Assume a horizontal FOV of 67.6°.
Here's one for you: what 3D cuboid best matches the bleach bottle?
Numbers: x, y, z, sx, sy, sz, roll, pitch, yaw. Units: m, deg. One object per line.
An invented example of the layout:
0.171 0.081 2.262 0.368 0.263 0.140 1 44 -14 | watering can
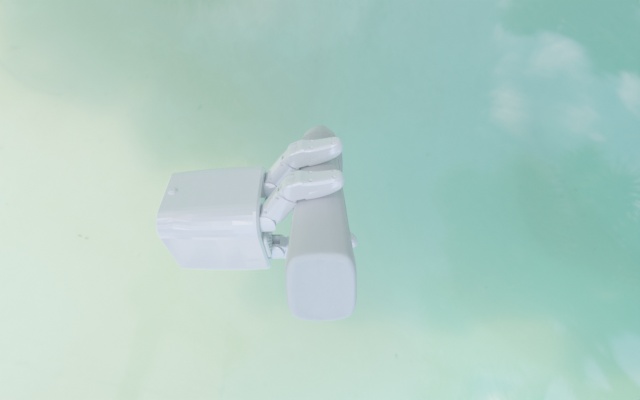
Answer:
0.000 0.002 0.536 0.068 0.103 0.250 -1 41 1 | bleach bottle
